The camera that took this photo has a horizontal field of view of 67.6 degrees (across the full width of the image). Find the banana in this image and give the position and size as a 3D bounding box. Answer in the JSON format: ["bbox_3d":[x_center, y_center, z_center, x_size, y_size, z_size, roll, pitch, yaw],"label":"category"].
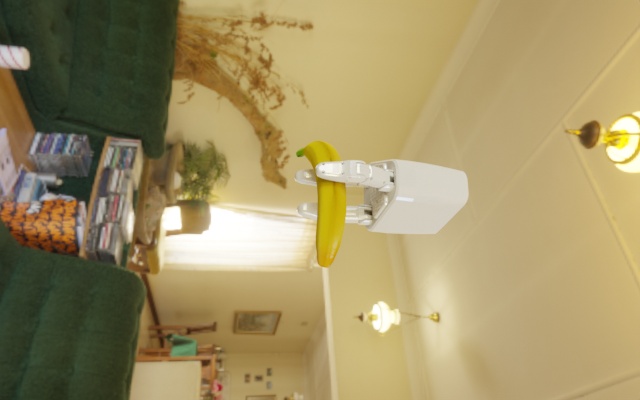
[{"bbox_3d":[0.007,-0.012,0.607,0.037,0.197,0.070,9,-43,-22],"label":"banana"}]
